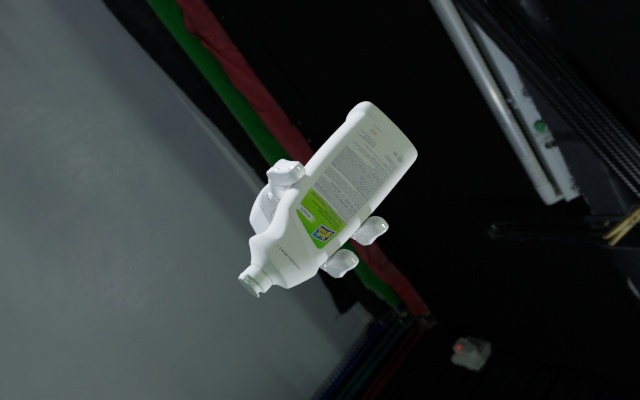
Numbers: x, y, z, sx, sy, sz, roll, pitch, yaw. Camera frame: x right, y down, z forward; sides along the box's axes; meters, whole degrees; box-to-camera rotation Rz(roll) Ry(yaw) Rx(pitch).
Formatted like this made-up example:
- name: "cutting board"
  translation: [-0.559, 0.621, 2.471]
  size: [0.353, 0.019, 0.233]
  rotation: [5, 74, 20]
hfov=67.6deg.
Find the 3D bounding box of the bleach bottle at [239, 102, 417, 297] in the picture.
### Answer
- name: "bleach bottle"
  translation: [0.000, 0.002, 0.542]
  size: [0.250, 0.102, 0.068]
  rotation: [-46, 1, -23]
